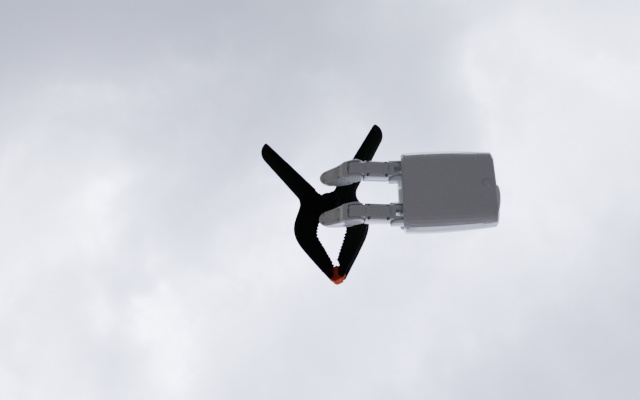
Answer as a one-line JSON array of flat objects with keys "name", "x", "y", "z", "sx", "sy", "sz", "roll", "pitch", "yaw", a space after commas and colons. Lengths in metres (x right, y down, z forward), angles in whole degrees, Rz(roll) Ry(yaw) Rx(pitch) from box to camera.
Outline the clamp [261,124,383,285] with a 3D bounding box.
[{"name": "clamp", "x": 0.000, "y": 0.003, "z": 0.614, "sx": 0.164, "sy": 0.210, "sz": 0.036, "roll": -3, "pitch": -21, "yaw": 10}]
